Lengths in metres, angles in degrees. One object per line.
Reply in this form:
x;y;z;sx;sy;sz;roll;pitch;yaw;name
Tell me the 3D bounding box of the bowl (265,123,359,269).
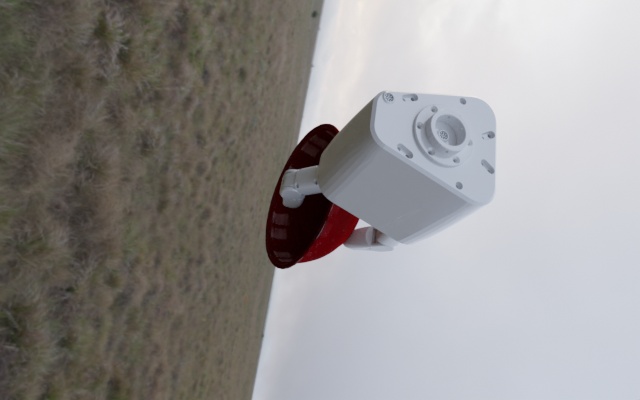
0.000;0.002;0.518;0.055;0.162;0.162;20;-9;-26;bowl
